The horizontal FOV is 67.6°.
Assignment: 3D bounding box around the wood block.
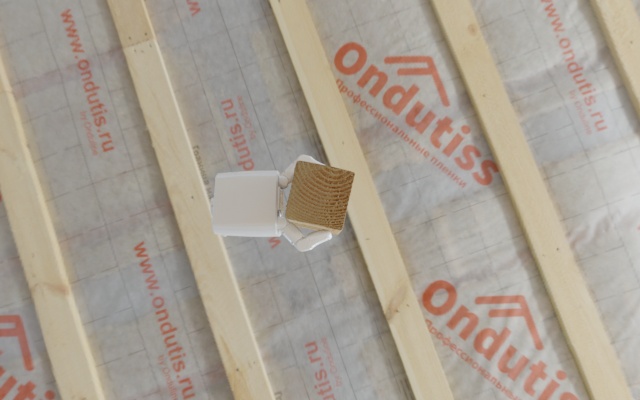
[{"bbox_3d":[0.000,0.002,0.797,0.090,0.091,0.206,12,-5,1],"label":"wood block"}]
